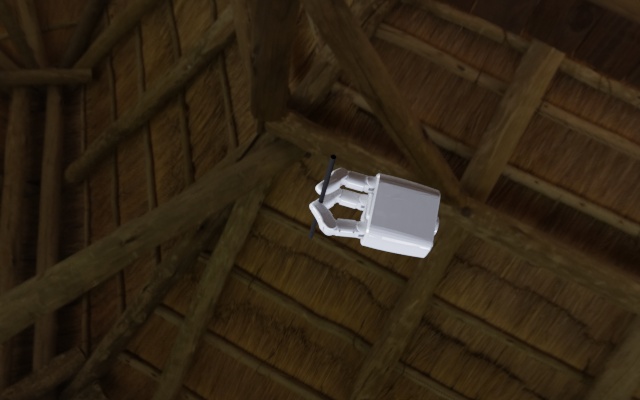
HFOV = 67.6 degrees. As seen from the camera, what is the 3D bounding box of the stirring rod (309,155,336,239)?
[{"bbox_3d":[0.000,0.003,0.764,0.011,0.011,0.240,0,-32,-10],"label":"stirring rod"}]
